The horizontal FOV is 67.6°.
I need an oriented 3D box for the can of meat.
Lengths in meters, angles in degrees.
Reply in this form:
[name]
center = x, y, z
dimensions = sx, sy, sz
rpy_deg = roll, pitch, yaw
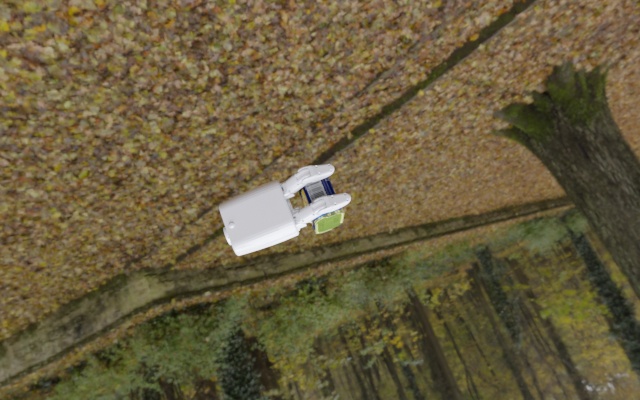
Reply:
[can of meat]
center = 0.000, 0.003, 0.813
dimensions = 0.057, 0.084, 0.102
rpy_deg = -21, -16, -6
